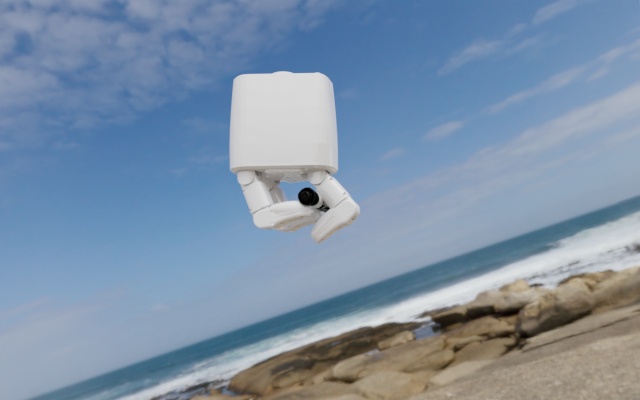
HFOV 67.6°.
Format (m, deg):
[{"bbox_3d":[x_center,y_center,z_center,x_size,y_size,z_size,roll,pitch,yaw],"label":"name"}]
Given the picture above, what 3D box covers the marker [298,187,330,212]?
[{"bbox_3d":[0.000,0.002,0.537,0.020,0.020,0.121,0,-7,15],"label":"marker"}]
